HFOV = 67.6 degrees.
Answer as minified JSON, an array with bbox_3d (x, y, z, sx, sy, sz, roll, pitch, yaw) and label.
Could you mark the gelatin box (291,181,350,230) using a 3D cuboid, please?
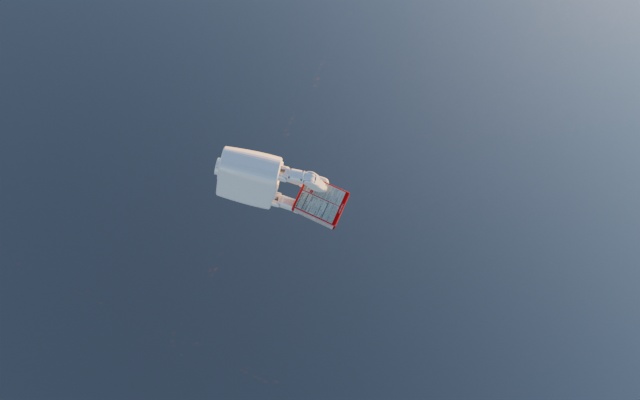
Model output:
[{"bbox_3d":[0.001,0.003,0.898,0.089,0.073,0.030,24,-20,2],"label":"gelatin box"}]
